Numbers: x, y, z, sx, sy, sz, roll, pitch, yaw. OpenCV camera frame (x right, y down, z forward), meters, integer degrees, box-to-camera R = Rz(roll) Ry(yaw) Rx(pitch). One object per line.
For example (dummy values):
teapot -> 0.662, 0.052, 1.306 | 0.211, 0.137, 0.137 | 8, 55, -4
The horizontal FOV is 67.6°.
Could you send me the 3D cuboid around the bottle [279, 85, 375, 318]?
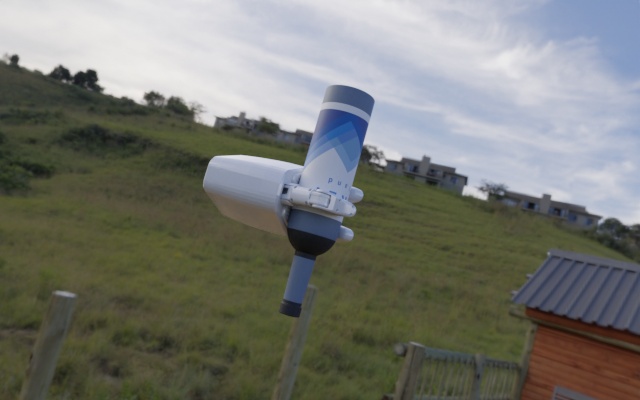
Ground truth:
bottle -> 0.000, 0.002, 0.613 | 0.069, 0.295, 0.069 | 16, -6, 2
